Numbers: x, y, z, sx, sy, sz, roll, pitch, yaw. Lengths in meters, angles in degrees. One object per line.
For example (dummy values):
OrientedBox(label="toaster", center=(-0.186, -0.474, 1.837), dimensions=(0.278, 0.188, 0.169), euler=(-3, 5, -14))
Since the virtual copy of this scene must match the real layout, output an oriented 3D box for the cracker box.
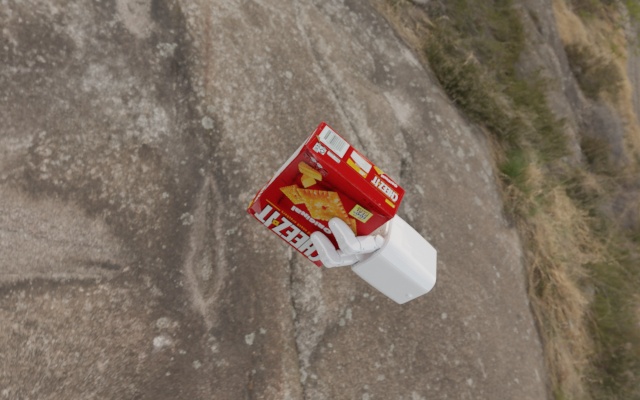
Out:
OrientedBox(label="cracker box", center=(0.000, 0.002, 0.754), dimensions=(0.164, 0.072, 0.214), euler=(39, -42, -9))
